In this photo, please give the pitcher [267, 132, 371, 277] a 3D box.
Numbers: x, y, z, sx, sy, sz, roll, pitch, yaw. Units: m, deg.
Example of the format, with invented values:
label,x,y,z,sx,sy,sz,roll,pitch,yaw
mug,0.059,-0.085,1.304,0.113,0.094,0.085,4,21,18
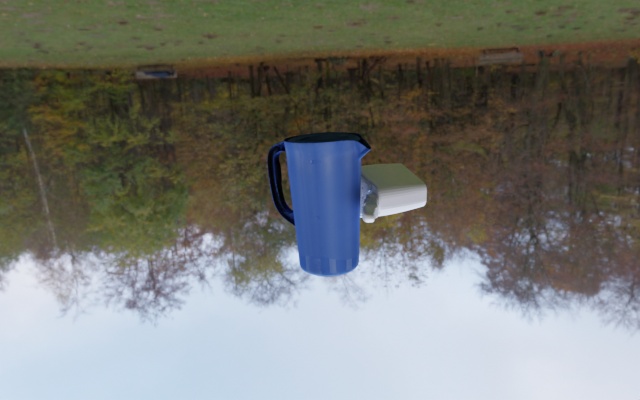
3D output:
label,x,y,z,sx,sy,sz,roll,pitch,yaw
pitcher,0.000,0.003,0.838,0.145,0.243,0.149,-9,16,-23
